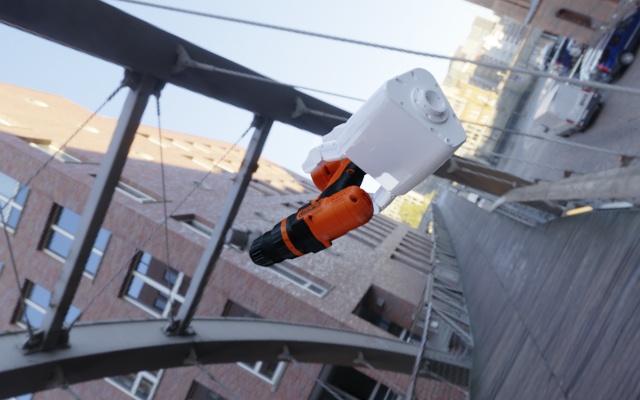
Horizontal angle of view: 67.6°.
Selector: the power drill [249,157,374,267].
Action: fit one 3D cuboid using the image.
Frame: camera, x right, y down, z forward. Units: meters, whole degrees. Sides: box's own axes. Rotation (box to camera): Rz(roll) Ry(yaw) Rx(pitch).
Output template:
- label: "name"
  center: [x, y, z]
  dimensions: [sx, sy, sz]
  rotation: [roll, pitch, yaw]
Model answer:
- label: "power drill"
  center: [0.000, 0.002, 0.636]
  dimensions: [0.184, 0.057, 0.187]
  rotation: [-26, 23, 30]
